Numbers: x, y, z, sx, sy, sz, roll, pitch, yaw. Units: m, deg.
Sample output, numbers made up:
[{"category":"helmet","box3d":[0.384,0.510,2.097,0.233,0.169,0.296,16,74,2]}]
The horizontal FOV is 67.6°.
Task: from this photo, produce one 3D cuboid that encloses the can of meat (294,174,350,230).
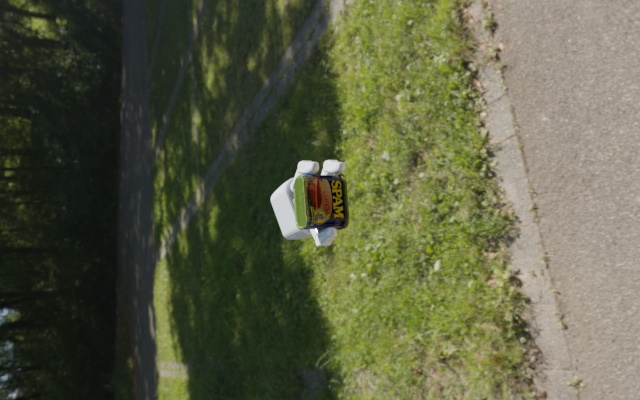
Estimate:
[{"category":"can of meat","box3d":[0.000,0.003,0.863,0.084,0.102,0.057,0,-9,-24]}]
